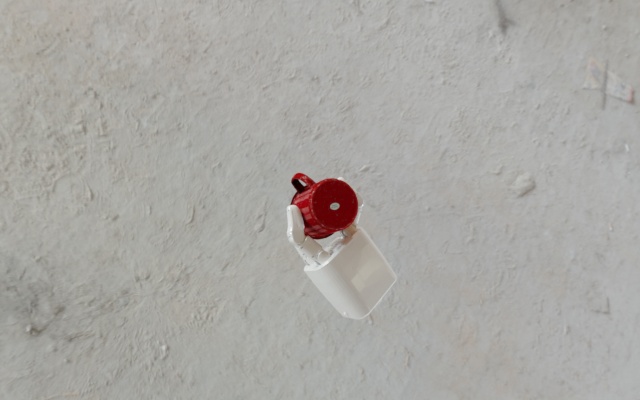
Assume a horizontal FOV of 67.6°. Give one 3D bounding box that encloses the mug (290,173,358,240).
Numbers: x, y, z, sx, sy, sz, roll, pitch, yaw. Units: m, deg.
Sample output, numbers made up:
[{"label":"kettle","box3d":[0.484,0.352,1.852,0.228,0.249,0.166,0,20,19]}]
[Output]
[{"label":"mug","box3d":[-0.001,0.001,0.745,0.093,0.117,0.081,-42,7,-22]}]
